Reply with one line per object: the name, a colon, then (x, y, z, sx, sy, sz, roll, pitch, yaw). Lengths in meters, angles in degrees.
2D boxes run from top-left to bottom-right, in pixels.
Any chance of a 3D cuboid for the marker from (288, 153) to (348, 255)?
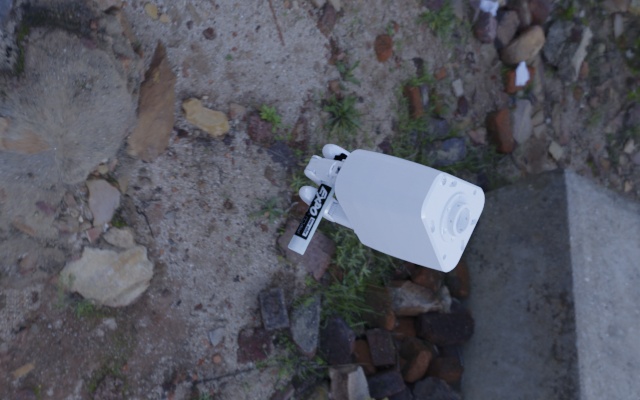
marker: (0.000, 0.002, 0.525, 0.020, 0.121, 0.020, 27, -9, 5)
